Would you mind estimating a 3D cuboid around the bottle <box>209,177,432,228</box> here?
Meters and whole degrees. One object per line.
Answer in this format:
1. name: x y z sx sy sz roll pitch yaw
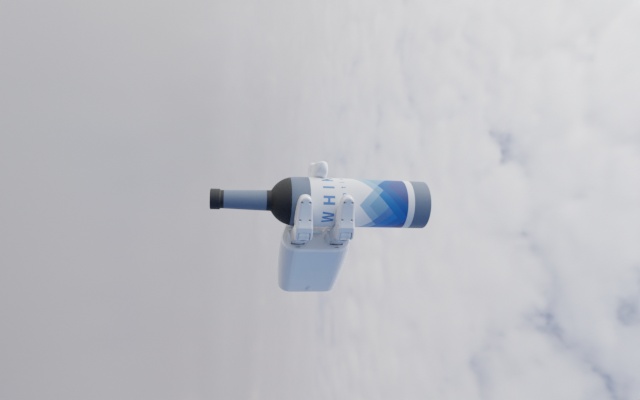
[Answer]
1. bottle: 0.000 0.002 0.651 0.296 0.069 0.069 2 0 -11
